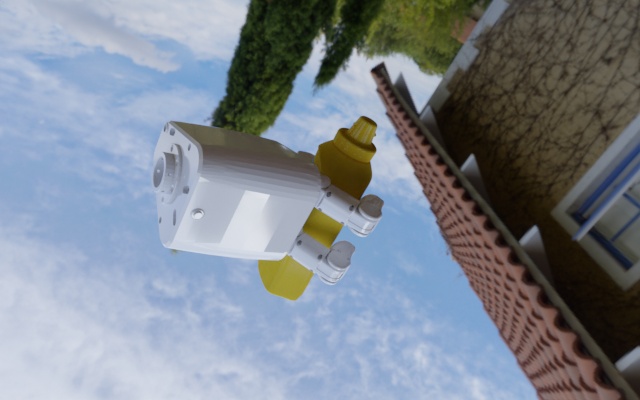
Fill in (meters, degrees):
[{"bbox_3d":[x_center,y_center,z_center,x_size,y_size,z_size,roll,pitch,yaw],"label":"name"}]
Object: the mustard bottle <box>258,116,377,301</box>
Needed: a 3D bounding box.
[{"bbox_3d":[0.000,0.002,0.473,0.058,0.192,0.096,23,27,-15],"label":"mustard bottle"}]
